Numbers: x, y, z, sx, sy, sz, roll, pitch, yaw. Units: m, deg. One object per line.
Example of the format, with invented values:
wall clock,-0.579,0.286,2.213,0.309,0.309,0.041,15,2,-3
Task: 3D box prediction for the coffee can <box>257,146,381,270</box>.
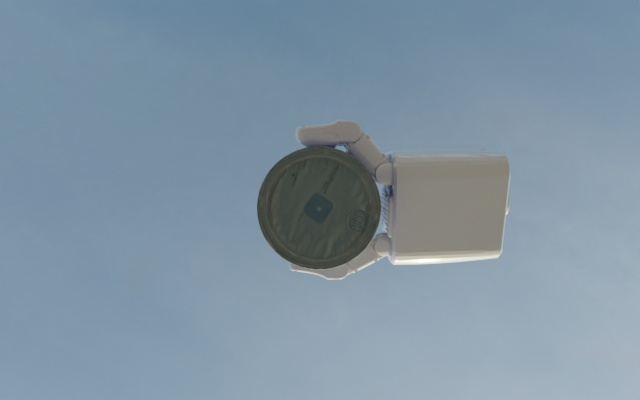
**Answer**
coffee can,0.000,0.002,0.461,0.103,0.103,0.140,0,5,1
